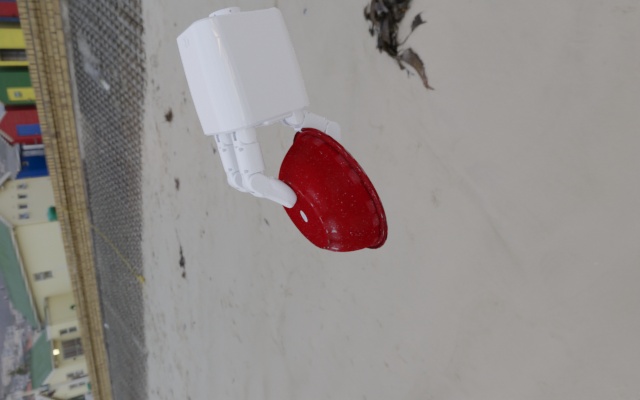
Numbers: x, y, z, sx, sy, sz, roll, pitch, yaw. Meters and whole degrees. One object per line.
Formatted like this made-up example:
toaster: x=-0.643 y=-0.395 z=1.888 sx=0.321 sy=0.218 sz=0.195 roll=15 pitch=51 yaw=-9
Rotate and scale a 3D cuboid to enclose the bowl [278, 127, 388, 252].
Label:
bowl: x=0.000 y=0.003 z=0.534 sx=0.055 sy=0.162 sz=0.162 roll=-36 pitch=14 yaw=-21
